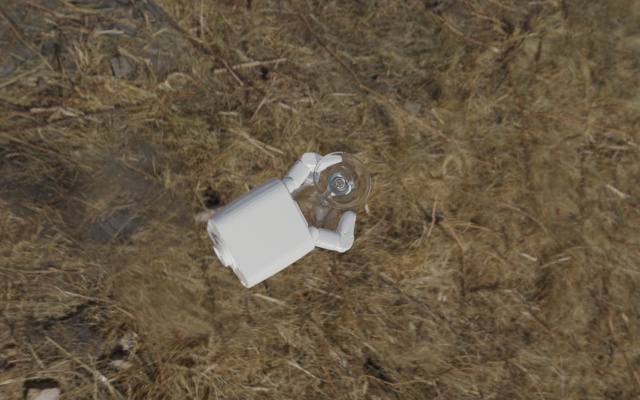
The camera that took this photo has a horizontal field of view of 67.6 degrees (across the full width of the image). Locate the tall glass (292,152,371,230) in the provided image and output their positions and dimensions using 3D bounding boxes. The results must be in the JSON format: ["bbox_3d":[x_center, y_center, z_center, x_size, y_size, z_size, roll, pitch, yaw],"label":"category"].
[{"bbox_3d":[0.000,0.002,0.672,0.079,0.079,0.201,0,-16,-16],"label":"tall glass"}]
